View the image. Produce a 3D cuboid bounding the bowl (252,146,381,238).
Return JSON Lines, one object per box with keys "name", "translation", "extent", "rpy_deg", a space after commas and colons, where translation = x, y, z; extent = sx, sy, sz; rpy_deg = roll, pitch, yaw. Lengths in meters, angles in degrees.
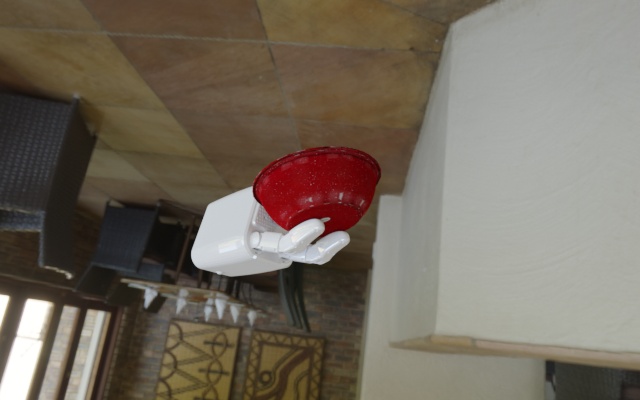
{"name": "bowl", "translation": [0.001, 0.002, 0.581], "extent": [0.162, 0.055, 0.162], "rpy_deg": [-8, -28, -4]}
